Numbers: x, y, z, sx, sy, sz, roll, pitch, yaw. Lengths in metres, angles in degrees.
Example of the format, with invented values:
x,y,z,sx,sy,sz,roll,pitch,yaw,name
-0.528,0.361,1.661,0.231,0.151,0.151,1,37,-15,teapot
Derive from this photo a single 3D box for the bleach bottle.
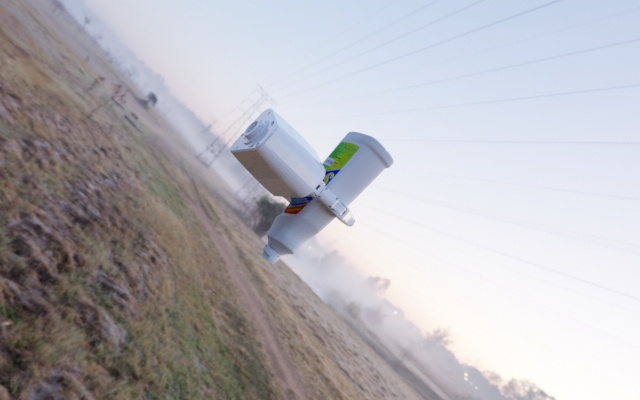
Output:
x,y,z,sx,sy,sz,roll,pitch,yaw,name
0.000,0.002,0.768,0.068,0.251,0.102,45,-6,-28,bleach bottle
